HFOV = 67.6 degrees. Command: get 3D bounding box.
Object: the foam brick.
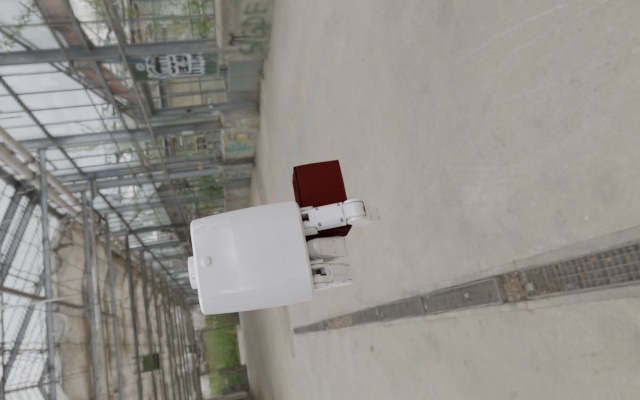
[{"bbox_3d":[0.000,0.001,0.524,0.051,0.078,0.053,-9,-16,-7],"label":"foam brick"}]
